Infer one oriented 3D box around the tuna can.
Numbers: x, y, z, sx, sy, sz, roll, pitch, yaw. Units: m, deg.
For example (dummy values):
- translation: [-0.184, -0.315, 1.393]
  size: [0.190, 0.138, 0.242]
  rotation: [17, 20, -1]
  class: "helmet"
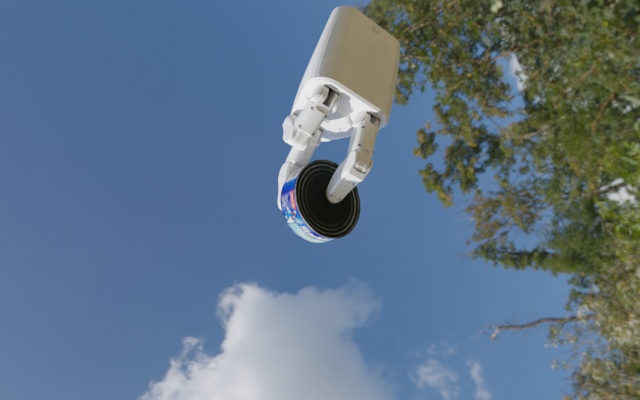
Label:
- translation: [0.000, 0.002, 0.512]
  size: [0.086, 0.086, 0.034]
  rotation: [0, -14, -38]
  class: "tuna can"
